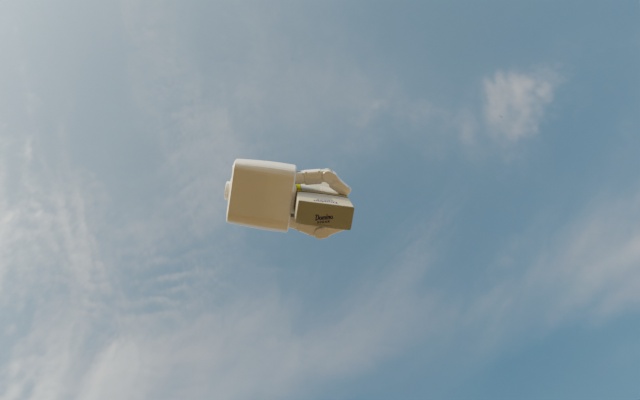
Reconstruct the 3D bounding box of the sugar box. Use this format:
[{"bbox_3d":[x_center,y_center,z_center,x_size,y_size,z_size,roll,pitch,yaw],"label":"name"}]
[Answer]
[{"bbox_3d":[0.000,0.003,0.836,0.093,0.048,0.176,8,16,-6],"label":"sugar box"}]
